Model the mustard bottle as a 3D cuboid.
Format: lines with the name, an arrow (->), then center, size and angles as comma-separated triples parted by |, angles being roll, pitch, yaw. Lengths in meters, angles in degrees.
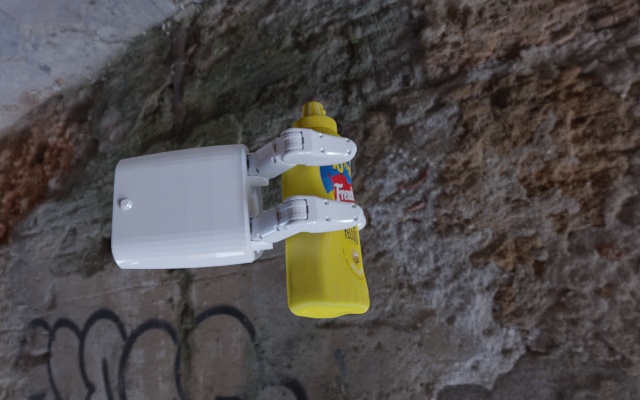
mustard bottle -> 0.000, 0.002, 0.416 | 0.058, 0.191, 0.096 | -14, -21, 22
